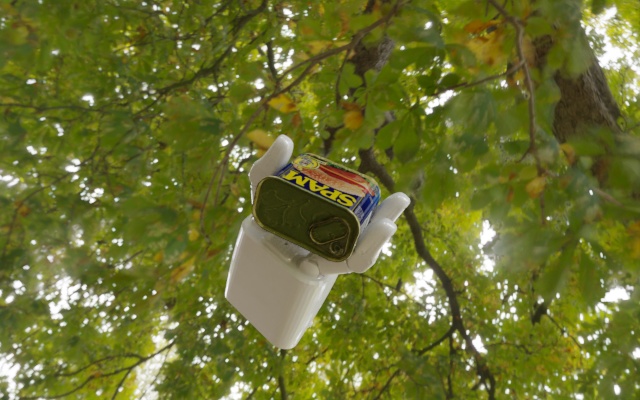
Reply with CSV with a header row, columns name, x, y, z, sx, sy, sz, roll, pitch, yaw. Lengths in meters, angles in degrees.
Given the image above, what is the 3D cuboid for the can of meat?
name,x,y,z,sx,sy,sz,roll,pitch,yaw
can of meat,0.000,0.001,0.458,0.102,0.057,0.084,24,30,12
